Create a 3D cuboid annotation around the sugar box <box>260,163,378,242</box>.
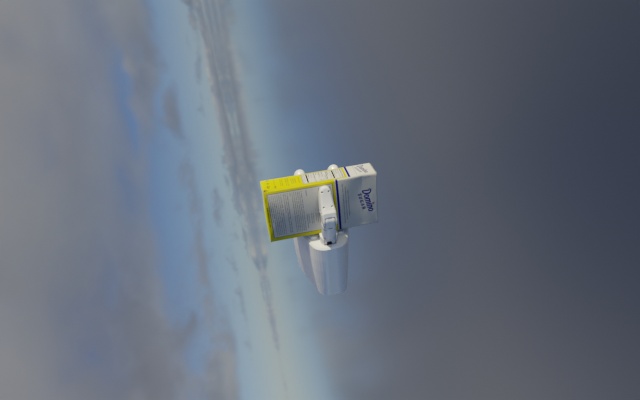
[{"bbox_3d":[0.000,0.002,0.749,0.176,0.093,0.048,-10,31,-9],"label":"sugar box"}]
